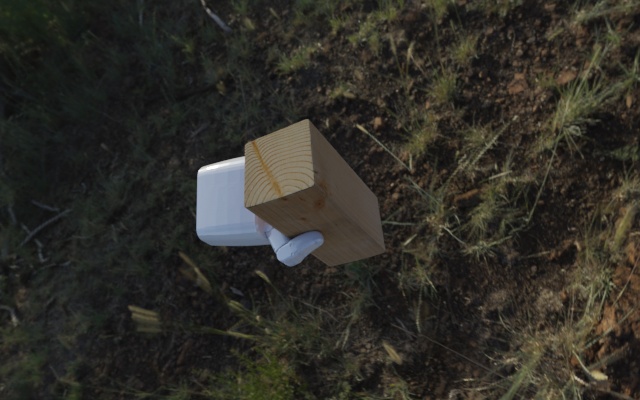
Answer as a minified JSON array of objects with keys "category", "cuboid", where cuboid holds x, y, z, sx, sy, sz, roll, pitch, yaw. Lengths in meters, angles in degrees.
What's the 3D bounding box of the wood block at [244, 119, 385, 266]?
[{"category":"wood block","cuboid":[0.000,0.002,0.604,0.090,0.090,0.206,-18,-32,22]}]
